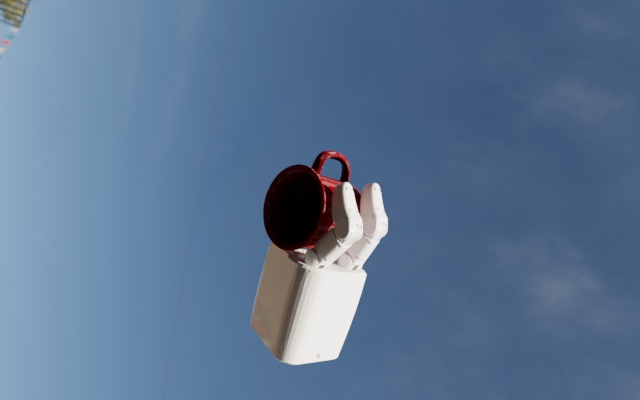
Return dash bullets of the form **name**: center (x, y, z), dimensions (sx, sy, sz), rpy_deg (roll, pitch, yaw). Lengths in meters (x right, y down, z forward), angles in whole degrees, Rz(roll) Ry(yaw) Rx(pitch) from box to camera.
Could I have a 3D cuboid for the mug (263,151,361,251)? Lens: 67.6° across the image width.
- **mug**: center (0.001, 0.000, 0.535), dimensions (0.093, 0.117, 0.081), rpy_deg (22, 6, 43)
